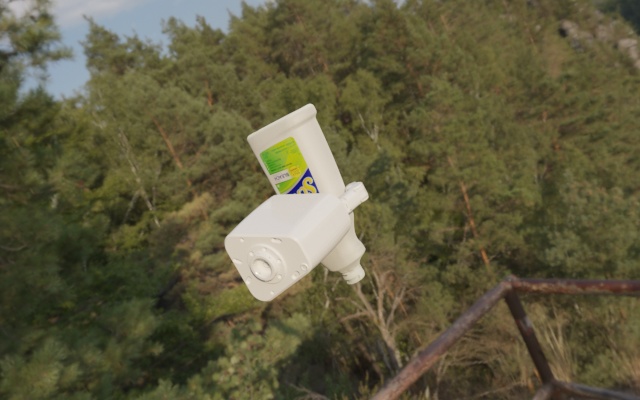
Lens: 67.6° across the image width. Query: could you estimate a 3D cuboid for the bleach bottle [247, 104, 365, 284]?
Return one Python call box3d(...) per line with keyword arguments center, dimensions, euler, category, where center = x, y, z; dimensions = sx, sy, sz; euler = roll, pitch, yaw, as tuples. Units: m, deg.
box3d(center=(0.000, 0.002, 0.661), dimensions=(0.102, 0.251, 0.068), euler=(-20, 14, 36), category="bleach bottle")
